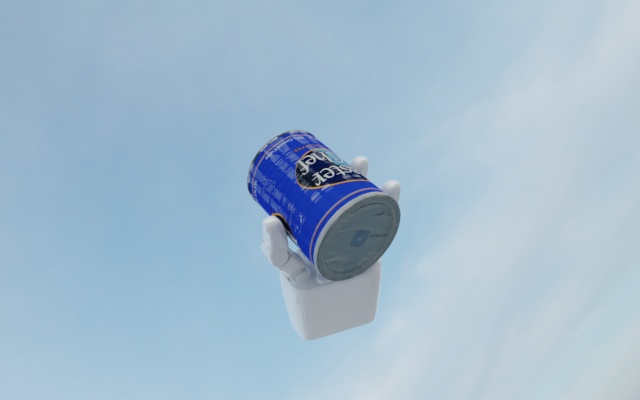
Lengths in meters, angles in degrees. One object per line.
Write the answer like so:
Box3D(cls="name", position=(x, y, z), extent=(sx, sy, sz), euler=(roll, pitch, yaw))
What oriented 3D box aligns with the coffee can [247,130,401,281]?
Box3D(cls="coffee can", position=(0.000, 0.002, 0.506), extent=(0.103, 0.103, 0.140), euler=(0, 32, -41))
